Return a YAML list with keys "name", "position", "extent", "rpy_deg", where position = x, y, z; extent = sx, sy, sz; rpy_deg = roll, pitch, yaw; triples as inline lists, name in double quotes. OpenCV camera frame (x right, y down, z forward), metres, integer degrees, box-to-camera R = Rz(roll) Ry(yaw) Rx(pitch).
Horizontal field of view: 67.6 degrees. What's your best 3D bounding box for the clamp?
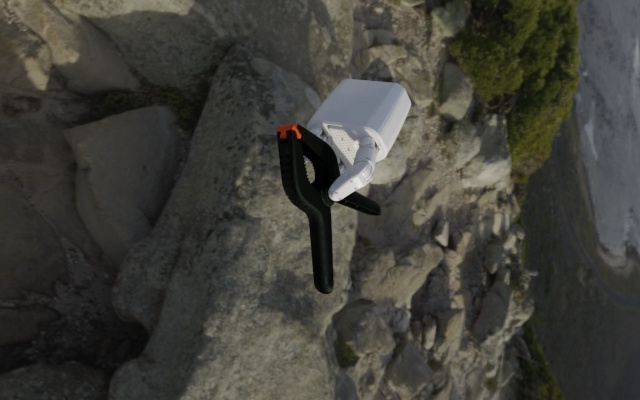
- name: "clamp"
  position: [0.001, 0.001, 0.596]
  extent: [0.036, 0.164, 0.210]
  rpy_deg: [-3, -45, 39]
